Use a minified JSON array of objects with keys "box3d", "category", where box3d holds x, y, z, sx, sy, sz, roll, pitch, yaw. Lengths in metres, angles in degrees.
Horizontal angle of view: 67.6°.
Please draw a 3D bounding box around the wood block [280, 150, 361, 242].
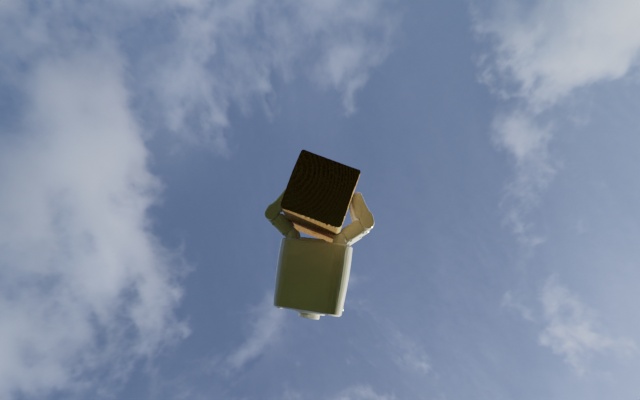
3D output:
[{"box3d":[0.000,0.003,0.753,0.091,0.090,0.206,20,-11,3],"category":"wood block"}]
